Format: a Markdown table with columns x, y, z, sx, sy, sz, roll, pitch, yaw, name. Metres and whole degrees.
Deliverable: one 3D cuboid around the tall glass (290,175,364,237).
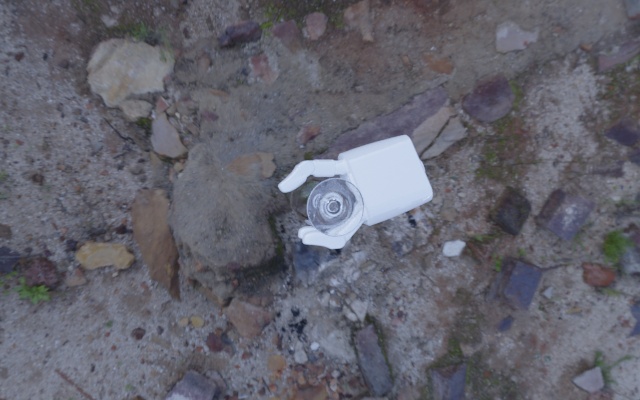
| x | y | z | sx | sy | sz | roll | pitch | yaw | name |
| --- | --- | --- | --- | --- | --- | --- | --- | --- | --- |
| 0.000 | 0.002 | 0.696 | 0.079 | 0.079 | 0.201 | 0 | 4 | -12 | tall glass |
